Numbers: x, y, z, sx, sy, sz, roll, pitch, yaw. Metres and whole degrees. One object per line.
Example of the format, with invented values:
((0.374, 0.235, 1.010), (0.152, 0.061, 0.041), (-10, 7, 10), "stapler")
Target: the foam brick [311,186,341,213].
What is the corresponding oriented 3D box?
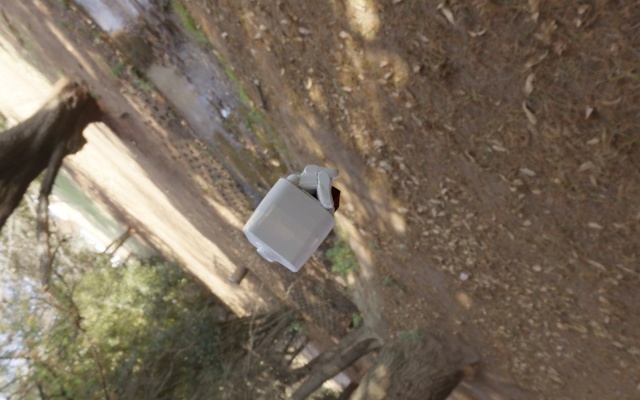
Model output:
((0.000, 0.003, 0.851), (0.053, 0.051, 0.078), (32, -17, 12), "foam brick")
